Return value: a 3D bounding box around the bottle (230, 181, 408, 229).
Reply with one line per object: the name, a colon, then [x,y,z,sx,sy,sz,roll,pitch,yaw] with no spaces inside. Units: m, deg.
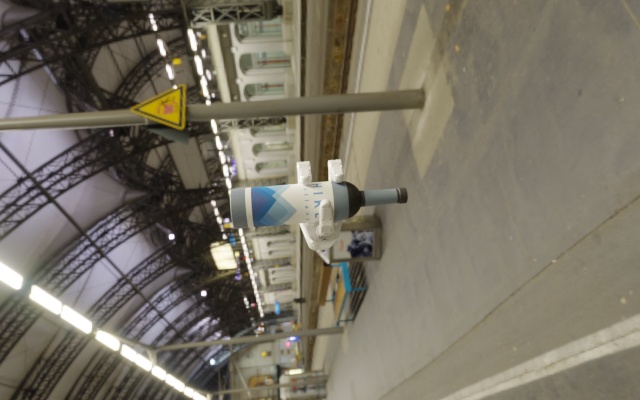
bottle: [0.000,0.003,0.806,0.296,0.069,0.069,-5,0,-5]
